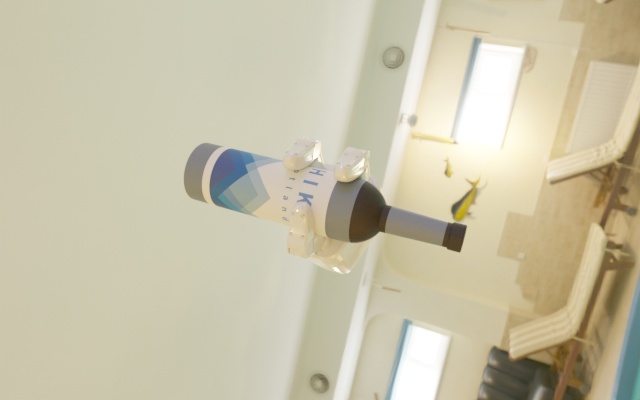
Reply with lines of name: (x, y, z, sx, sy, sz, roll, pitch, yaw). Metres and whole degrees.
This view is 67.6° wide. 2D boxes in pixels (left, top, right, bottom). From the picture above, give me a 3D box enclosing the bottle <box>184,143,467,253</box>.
bottle: (0.000, 0.002, 0.496, 0.295, 0.069, 0.069, 14, 4, 18)
